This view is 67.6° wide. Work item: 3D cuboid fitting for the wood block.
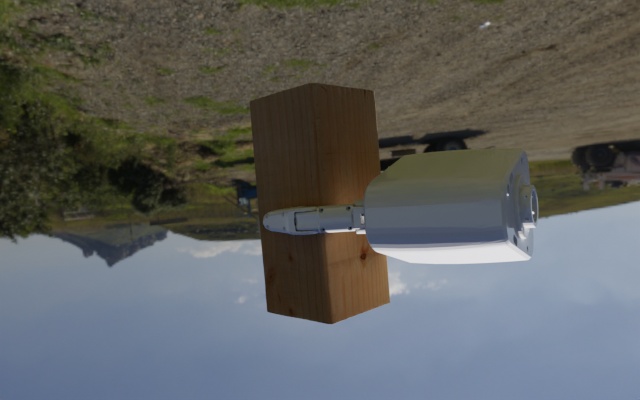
[{"bbox_3d":[0.000,0.002,0.462,0.090,0.206,0.091,-3,2,45],"label":"wood block"}]
